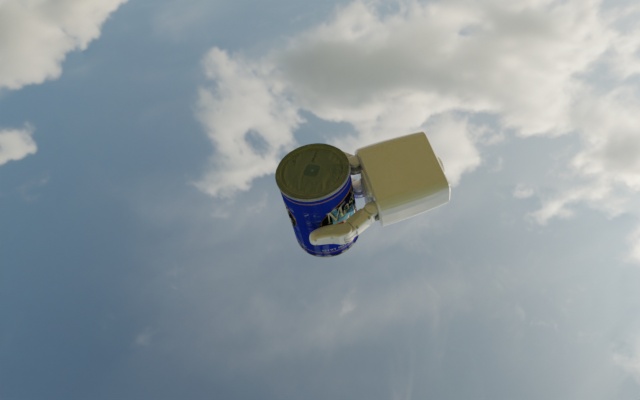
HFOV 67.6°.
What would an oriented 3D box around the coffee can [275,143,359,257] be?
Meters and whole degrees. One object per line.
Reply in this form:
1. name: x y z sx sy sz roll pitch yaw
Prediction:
1. coffee can: 0.000 0.002 0.695 0.103 0.102 0.140 0 -39 12
